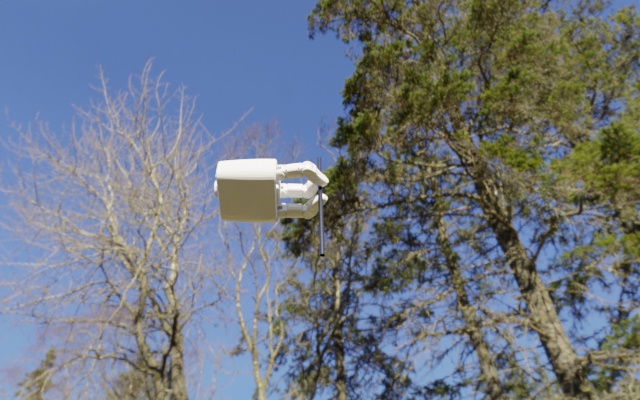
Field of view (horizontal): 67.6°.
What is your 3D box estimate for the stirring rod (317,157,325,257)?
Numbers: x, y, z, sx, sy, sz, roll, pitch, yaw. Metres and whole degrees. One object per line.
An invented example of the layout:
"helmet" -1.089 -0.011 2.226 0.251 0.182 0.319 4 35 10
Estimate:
"stirring rod" 0.000 0.003 0.845 0.011 0.011 0.239 -1 45 -1
